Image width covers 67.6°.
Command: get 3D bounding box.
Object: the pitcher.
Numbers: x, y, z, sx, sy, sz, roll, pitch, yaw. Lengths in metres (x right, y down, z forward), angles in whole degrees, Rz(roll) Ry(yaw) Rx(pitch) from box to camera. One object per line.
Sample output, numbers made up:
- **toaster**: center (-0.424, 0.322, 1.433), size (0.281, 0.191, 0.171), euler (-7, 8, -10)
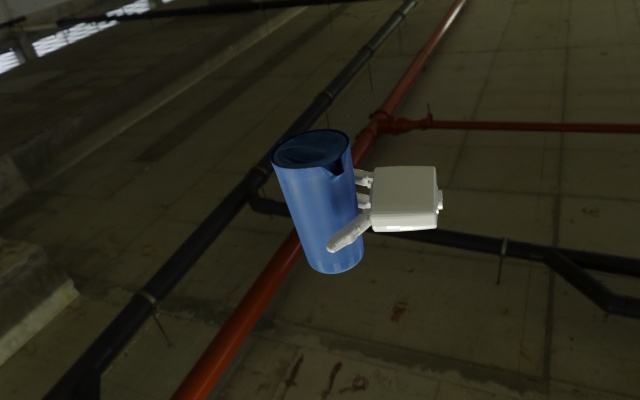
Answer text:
- **pitcher**: center (0.000, 0.003, 0.844), size (0.145, 0.243, 0.149), euler (-3, 34, 15)
